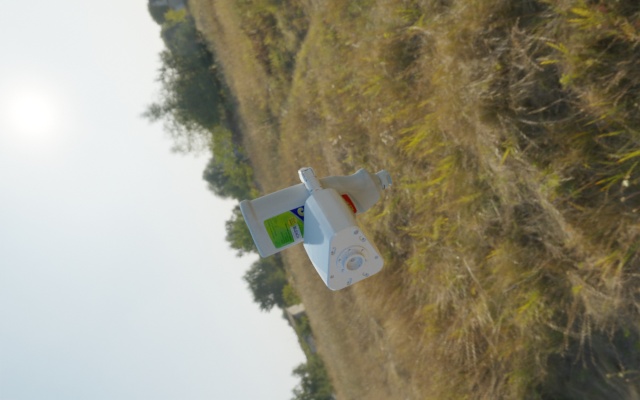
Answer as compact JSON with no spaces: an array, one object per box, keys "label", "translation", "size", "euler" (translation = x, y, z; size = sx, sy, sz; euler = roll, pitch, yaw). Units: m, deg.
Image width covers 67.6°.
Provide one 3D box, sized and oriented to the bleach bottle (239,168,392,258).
[{"label":"bleach bottle","translation":[0.000,0.003,0.798],"size":[0.251,0.103,0.068],"euler":[-23,37,-7]}]
